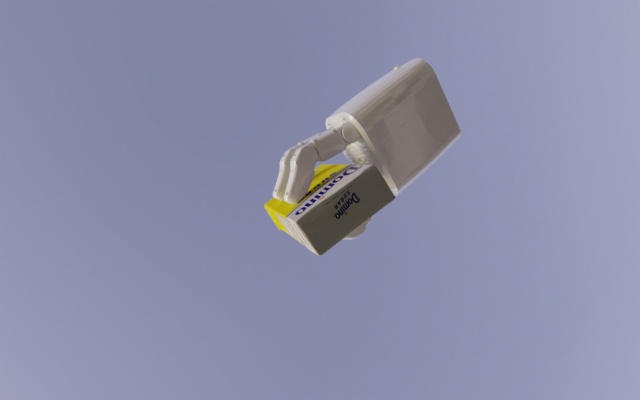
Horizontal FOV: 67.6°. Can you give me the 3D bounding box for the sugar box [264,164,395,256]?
[{"bbox_3d":[0.000,0.001,0.509,0.093,0.048,0.176,-37,10,-11],"label":"sugar box"}]
